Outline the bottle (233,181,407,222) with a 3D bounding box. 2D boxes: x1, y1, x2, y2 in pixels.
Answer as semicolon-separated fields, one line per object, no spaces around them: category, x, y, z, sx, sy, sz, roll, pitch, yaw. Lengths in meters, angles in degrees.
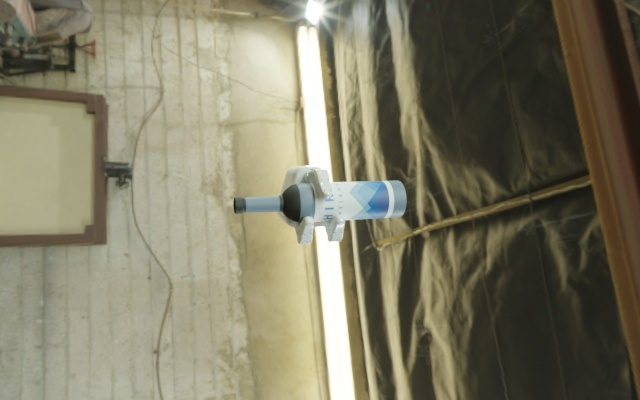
bottle;0.000;0.003;0.821;0.296;0.069;0.069;-2;1;-17
